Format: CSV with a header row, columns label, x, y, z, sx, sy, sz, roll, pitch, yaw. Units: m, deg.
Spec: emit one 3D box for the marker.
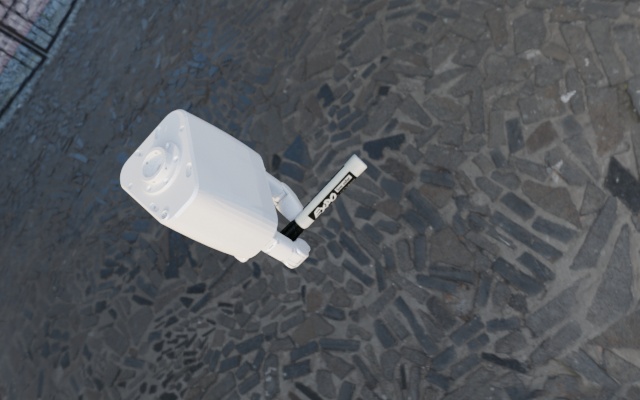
label,x,y,z,sx,sy,sz,roll,pitch,yaw
marker,0.000,0.002,0.500,0.020,0.121,0.020,43,9,-8
